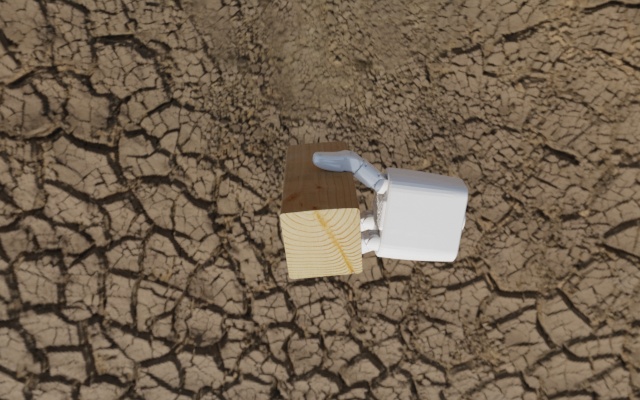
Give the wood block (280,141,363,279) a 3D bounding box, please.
[{"bbox_3d":[0.000,0.002,0.631,0.090,0.091,0.206,-5,27,1],"label":"wood block"}]
